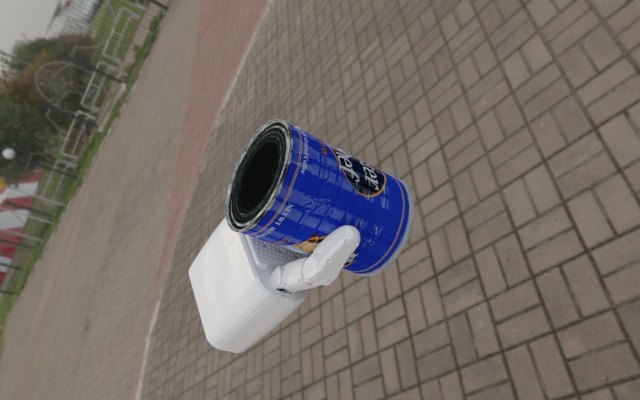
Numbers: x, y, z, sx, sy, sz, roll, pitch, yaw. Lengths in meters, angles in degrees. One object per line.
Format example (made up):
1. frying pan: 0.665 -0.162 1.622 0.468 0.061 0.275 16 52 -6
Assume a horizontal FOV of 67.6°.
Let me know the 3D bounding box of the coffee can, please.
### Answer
1. coffee can: 0.000 0.001 0.435 0.140 0.103 0.103 23 -13 -31
